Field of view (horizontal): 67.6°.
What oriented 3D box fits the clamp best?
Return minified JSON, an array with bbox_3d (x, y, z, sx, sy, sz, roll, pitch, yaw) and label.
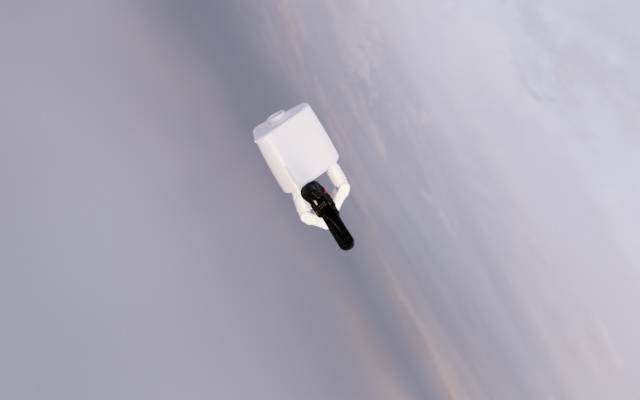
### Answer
[{"bbox_3d":[0.001,0.002,0.772,0.039,0.120,0.171,-31,24,0],"label":"clamp"}]
